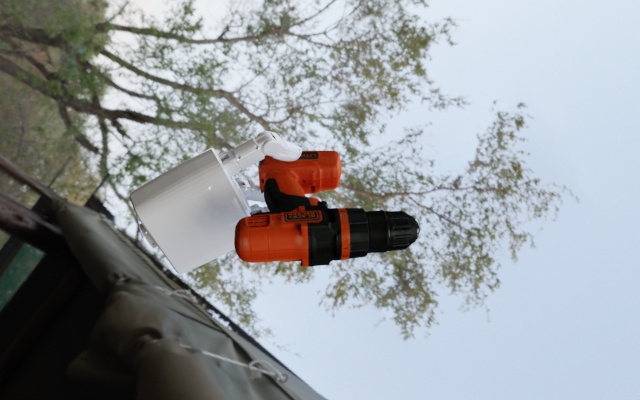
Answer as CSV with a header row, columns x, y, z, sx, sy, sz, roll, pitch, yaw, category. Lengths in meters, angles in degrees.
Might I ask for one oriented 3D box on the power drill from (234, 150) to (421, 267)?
x,y,z,sx,sy,sz,roll,pitch,yaw,category
0.000,0.002,0.534,0.184,0.057,0.187,-2,27,-6,power drill
